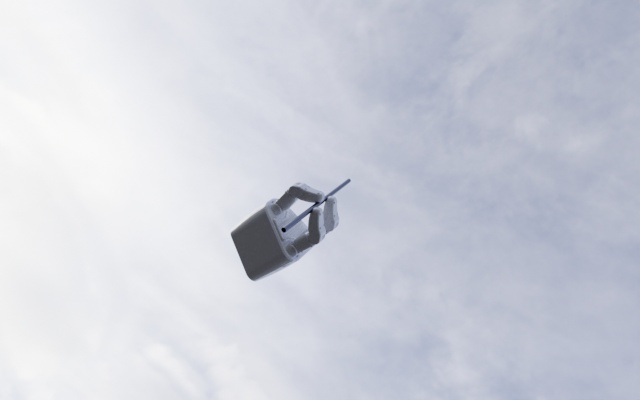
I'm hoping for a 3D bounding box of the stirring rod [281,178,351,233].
[{"bbox_3d":[0.000,0.003,0.773,0.011,0.011,0.239,0,19,27],"label":"stirring rod"}]
